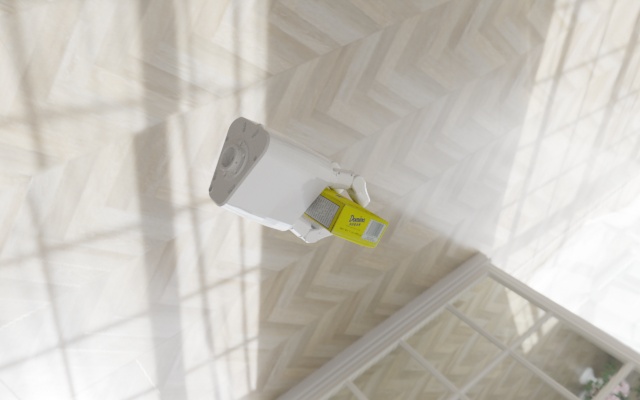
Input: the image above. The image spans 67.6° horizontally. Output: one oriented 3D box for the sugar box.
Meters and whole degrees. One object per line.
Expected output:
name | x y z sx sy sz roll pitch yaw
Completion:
sugar box | 0.000 0.002 0.654 0.093 0.048 0.176 23 8 -44
